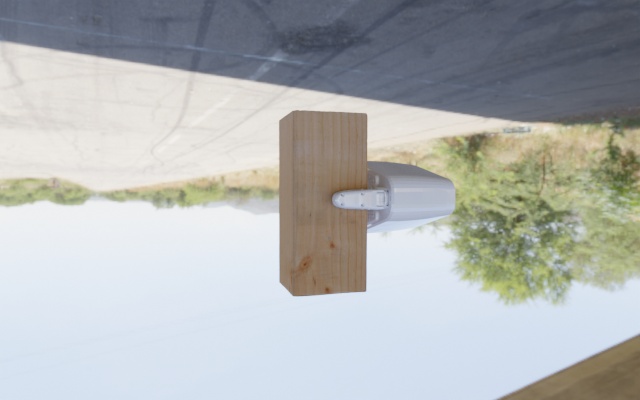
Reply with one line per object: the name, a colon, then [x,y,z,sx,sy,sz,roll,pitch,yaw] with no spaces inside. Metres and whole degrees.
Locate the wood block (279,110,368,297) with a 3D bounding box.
wood block: [0.001,0.002,0.575,0.090,0.206,0.091,-1,2,-16]
